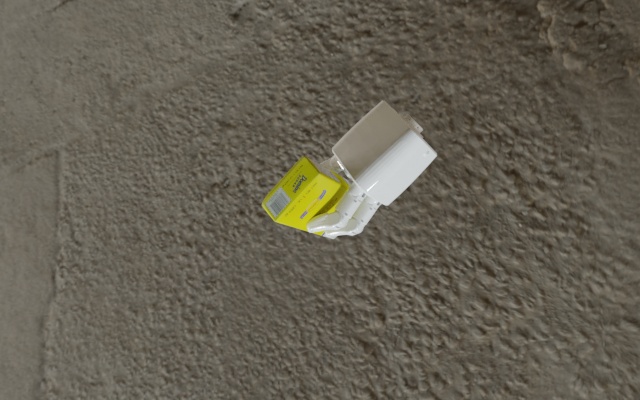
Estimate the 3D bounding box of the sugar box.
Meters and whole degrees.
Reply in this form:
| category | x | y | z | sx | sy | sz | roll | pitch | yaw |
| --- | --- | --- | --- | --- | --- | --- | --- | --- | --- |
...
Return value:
| category | x | y | z | sx | sy | sz | roll | pitch | yaw |
| --- | --- | --- | --- | --- | --- | --- | --- | --- | --- |
| sugar box | 0.000 | 0.003 | 0.709 | 0.048 | 0.093 | 0.176 | 51 | 15 | 30 |
